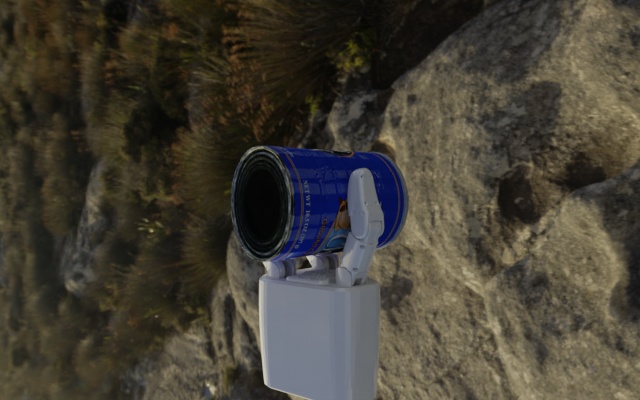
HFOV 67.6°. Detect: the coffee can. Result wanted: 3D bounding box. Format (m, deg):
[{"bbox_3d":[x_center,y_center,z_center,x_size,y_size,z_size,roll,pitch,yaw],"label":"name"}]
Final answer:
[{"bbox_3d":[0.000,0.001,0.460,0.140,0.103,0.103,-1,1,-38],"label":"coffee can"}]
